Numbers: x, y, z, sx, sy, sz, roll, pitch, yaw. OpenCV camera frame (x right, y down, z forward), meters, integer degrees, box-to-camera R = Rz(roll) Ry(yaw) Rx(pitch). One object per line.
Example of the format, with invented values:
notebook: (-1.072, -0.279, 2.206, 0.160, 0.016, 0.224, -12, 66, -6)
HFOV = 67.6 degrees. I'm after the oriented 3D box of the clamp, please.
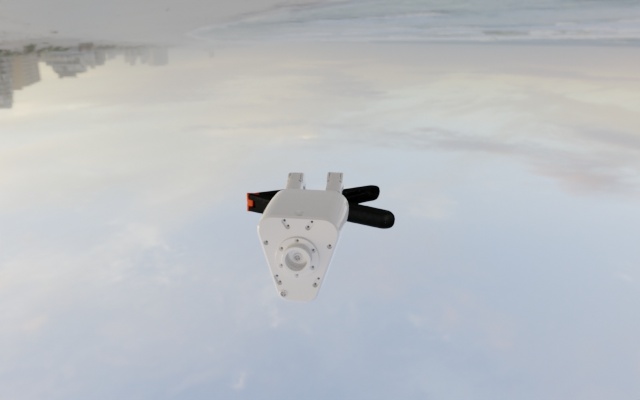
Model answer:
clamp: (0.000, 0.003, 0.698, 0.210, 0.036, 0.164, 3, 14, 6)
